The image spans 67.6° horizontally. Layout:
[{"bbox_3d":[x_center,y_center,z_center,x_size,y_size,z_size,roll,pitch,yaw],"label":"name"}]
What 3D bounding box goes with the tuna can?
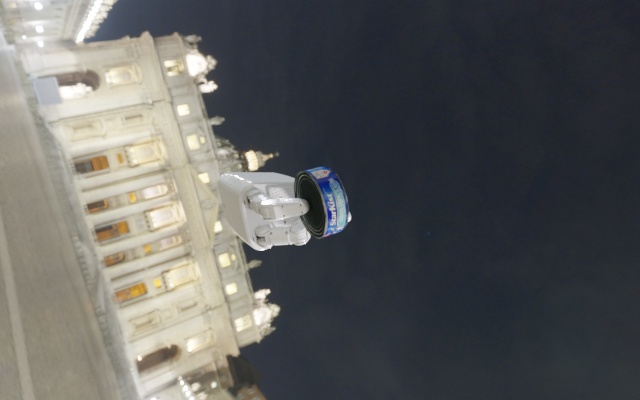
[{"bbox_3d":[0.001,0.002,0.590,0.034,0.086,0.086,-16,6,-24],"label":"tuna can"}]
